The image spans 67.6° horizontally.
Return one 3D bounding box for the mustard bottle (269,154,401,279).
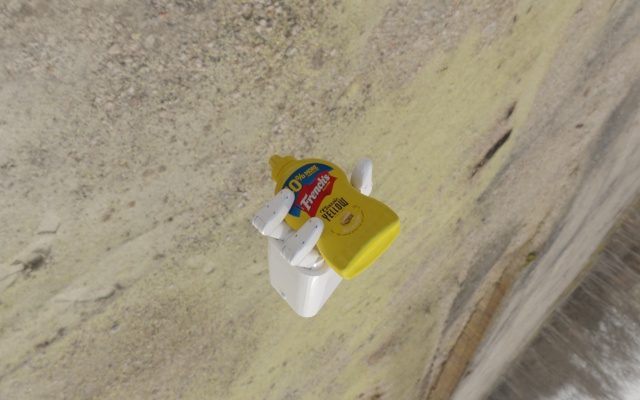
[{"bbox_3d":[0.000,0.002,0.591,0.191,0.096,0.058,42,-11,29],"label":"mustard bottle"}]
